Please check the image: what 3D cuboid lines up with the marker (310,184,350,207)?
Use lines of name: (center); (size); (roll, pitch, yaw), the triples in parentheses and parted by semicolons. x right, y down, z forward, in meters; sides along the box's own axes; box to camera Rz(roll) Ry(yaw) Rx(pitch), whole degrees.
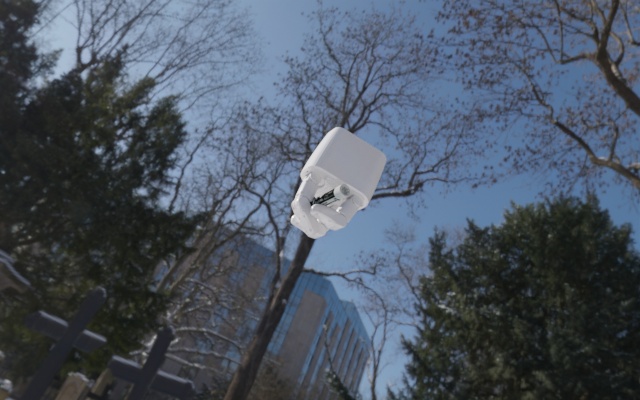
marker: (0.000, 0.002, 0.721); (0.020, 0.020, 0.121); (0, -16, -37)
